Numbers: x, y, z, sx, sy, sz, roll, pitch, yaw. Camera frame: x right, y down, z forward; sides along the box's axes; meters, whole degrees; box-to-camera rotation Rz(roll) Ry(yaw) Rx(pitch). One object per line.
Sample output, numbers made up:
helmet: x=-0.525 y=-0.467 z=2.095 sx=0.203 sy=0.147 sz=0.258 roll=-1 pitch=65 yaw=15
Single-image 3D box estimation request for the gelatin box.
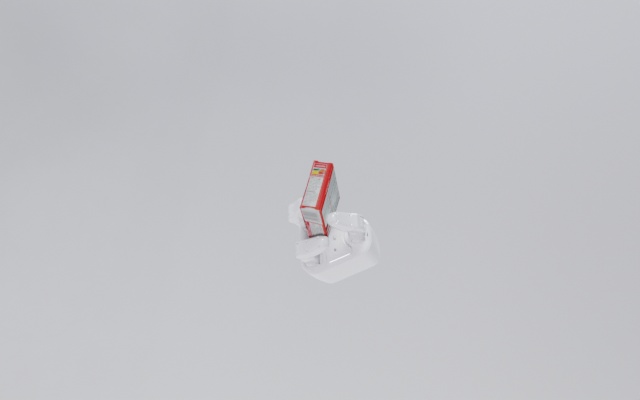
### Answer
gelatin box: x=0.000 y=0.002 z=0.636 sx=0.030 sy=0.073 sz=0.089 roll=9 pitch=-29 yaw=13
